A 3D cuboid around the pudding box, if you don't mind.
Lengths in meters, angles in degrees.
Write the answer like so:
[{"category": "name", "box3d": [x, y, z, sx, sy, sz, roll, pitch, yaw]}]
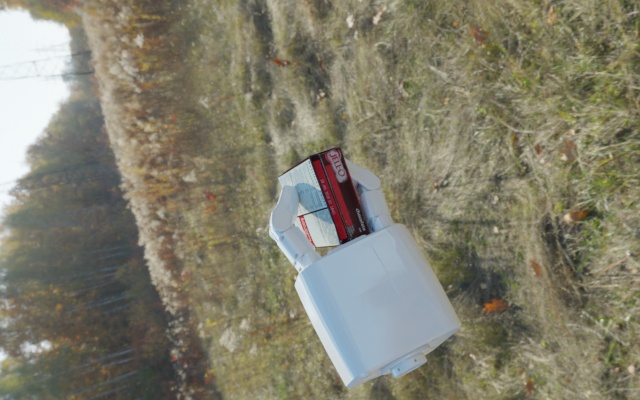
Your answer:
[{"category": "pudding box", "box3d": [0.000, 0.002, 0.489, 0.039, 0.090, 0.113, -19, 0, -24]}]
